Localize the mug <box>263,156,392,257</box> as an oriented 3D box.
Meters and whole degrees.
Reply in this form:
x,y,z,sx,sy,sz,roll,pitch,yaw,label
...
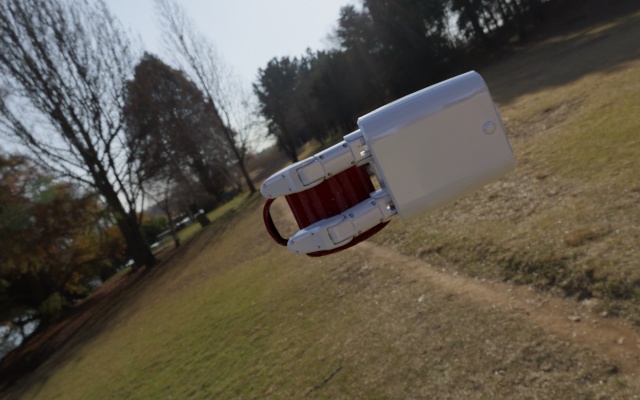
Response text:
x,y,z,sx,sy,sz,roll,pitch,yaw,label
-0.001,0.002,0.461,0.117,0.081,0.093,-24,9,6,mug
